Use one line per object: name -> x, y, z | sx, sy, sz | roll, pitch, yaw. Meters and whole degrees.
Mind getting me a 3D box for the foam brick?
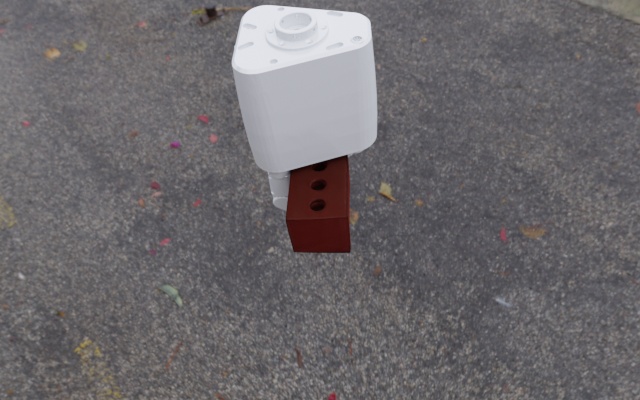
foam brick -> 0.000, 0.002, 0.428 | 0.053, 0.078, 0.051 | -2, -39, 5
